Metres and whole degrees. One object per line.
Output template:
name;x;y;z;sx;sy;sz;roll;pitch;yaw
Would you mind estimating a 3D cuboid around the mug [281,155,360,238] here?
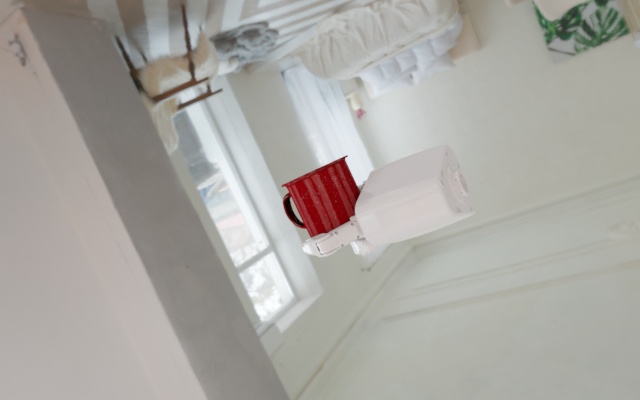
mug;-0.001;0.003;0.613;0.117;0.081;0.093;-22;5;34
